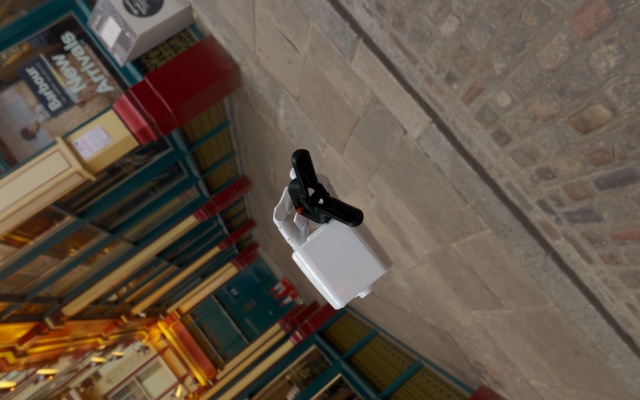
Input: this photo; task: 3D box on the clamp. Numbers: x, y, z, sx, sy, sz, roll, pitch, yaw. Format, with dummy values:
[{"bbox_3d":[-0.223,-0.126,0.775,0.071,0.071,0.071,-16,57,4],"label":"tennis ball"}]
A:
[{"bbox_3d":[0.000,0.002,0.653,0.039,0.120,0.171,-37,-8,-13],"label":"clamp"}]
